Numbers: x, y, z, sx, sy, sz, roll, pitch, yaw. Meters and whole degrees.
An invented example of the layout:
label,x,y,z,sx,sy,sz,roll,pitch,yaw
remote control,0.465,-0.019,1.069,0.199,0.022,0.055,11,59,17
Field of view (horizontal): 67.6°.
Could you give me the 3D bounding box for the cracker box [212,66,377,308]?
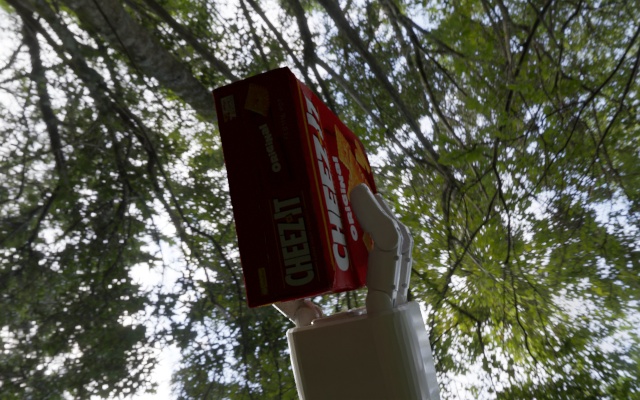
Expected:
label,x,y,z,sx,sy,sz,roll,pitch,yaw
cracker box,0.000,0.001,0.425,0.072,0.164,0.214,-16,-12,16
